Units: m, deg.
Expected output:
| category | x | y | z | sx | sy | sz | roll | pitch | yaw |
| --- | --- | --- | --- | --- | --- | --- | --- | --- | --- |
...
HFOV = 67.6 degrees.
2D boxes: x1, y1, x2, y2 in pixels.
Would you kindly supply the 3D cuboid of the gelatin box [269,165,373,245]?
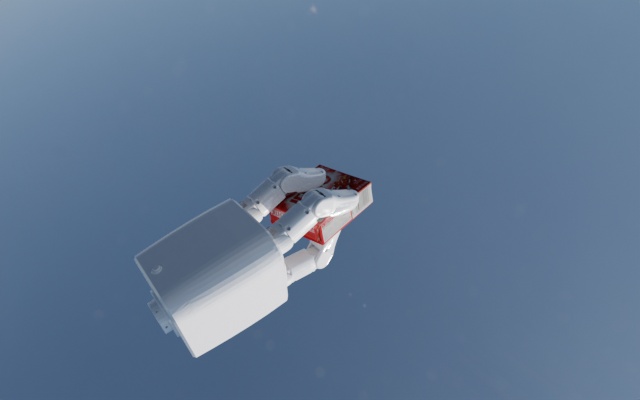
| category | x | y | z | sx | sy | sz | roll | pitch | yaw |
| --- | --- | --- | --- | --- | --- | --- | --- | --- | --- |
| gelatin box | 0.000 | 0.002 | 0.503 | 0.073 | 0.030 | 0.089 | 22 | 45 | 36 |
